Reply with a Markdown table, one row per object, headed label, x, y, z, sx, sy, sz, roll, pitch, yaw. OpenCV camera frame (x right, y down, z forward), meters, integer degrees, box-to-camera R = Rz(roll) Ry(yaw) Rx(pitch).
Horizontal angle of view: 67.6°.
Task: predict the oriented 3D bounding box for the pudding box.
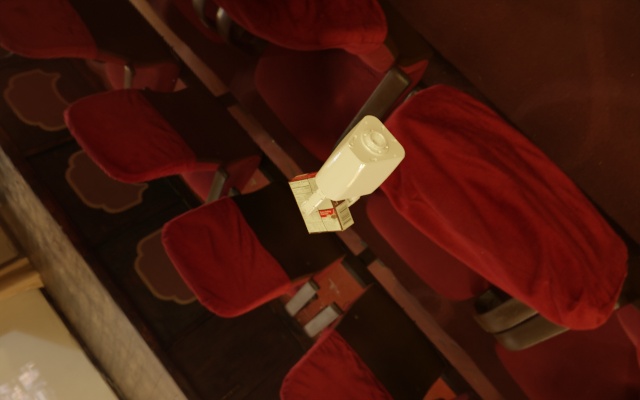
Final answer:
| label | x | y | z | sx | sy | sz | roll | pitch | yaw |
| --- | --- | --- | --- | --- | --- | --- | --- | --- | --- |
| pudding box | 0.000 | 0.003 | 0.878 | 0.090 | 0.113 | 0.039 | -7 | 18 | 44 |
